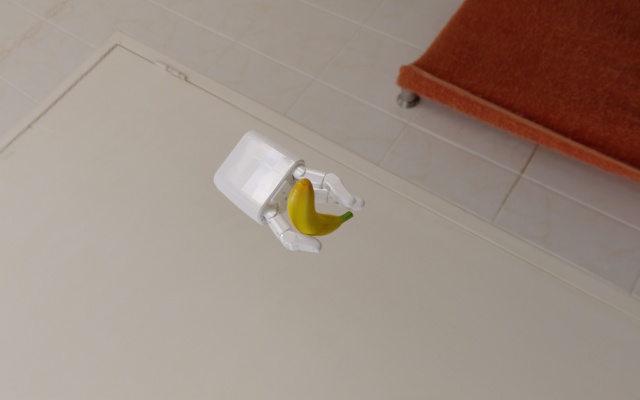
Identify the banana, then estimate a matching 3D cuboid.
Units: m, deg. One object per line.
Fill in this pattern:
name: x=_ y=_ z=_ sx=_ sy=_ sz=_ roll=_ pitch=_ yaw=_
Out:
banana: x=-0.011 y=0.017 z=0.683 sx=0.037 sy=0.069 sz=0.198 roll=41 pitch=3 yaw=23
